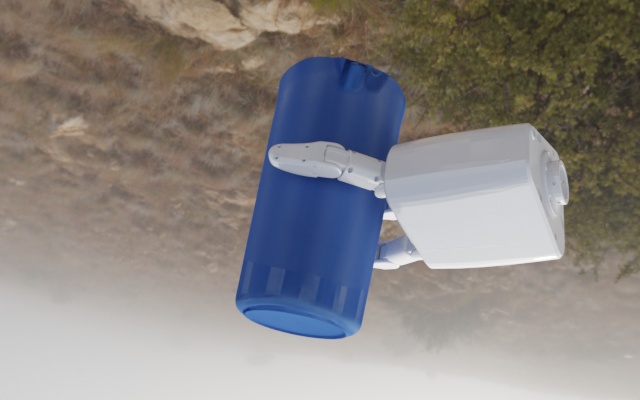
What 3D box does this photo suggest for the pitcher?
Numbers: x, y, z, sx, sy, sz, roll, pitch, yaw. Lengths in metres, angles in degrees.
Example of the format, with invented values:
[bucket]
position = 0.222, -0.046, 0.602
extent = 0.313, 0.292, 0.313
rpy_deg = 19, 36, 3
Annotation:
[pitcher]
position = 0.000, 0.001, 0.457
extent = 0.145, 0.242, 0.149
rpy_deg = -7, -32, 34
